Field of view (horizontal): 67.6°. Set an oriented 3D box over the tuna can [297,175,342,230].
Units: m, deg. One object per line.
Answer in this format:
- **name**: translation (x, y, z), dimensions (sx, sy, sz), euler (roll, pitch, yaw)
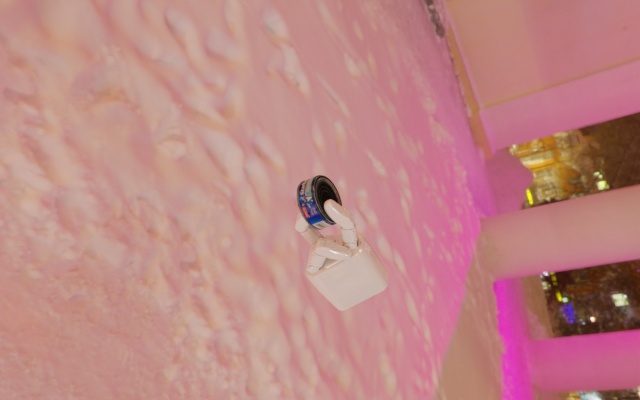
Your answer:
- **tuna can**: translation (0.001, 0.002, 0.778), dimensions (0.034, 0.086, 0.086), euler (-21, -11, 30)
